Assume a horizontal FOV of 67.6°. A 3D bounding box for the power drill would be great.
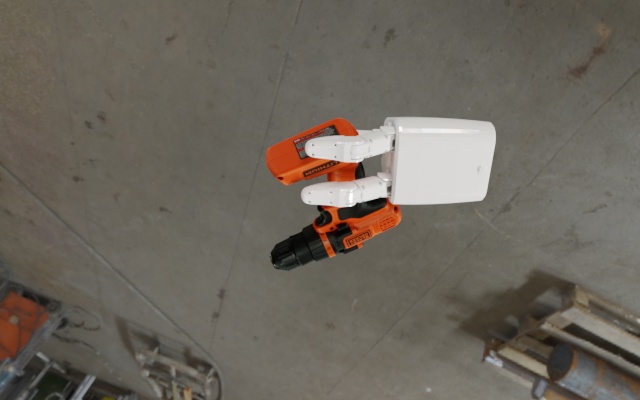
[{"bbox_3d":[0.000,0.002,0.585,0.184,0.057,0.188,-25,-41,-1],"label":"power drill"}]
